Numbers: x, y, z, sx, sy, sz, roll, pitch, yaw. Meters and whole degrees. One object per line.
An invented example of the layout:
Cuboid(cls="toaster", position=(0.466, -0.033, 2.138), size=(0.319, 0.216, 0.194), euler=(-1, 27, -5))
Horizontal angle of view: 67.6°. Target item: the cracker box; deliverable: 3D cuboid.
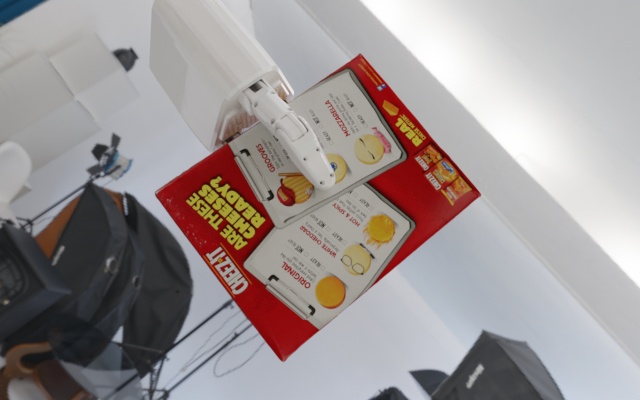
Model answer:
Cuboid(cls="cracker box", position=(0.000, 0.001, 0.412), size=(0.213, 0.164, 0.072), euler=(-37, -7, -13))
